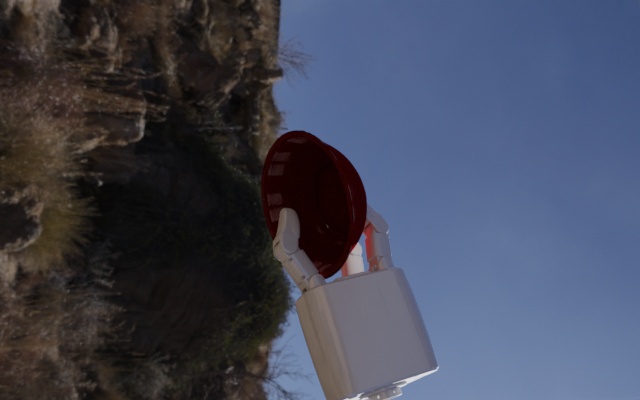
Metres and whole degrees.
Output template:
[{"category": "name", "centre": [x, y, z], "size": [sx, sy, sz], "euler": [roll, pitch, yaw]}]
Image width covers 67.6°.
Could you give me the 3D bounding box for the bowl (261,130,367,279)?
[{"category": "bowl", "centre": [0.000, 0.000, 0.526], "size": [0.055, 0.162, 0.162], "euler": [-14, 8, -38]}]
